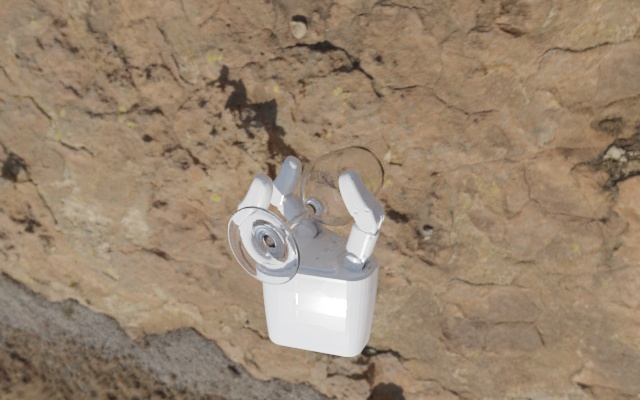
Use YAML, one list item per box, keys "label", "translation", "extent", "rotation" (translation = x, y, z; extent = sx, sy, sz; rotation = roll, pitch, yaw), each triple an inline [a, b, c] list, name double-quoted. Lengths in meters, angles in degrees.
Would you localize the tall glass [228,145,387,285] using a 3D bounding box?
- label: "tall glass"
  translation: [0.000, 0.002, 0.479]
  extent: [0.079, 0.079, 0.201]
  rotation: [0, 23, 33]
